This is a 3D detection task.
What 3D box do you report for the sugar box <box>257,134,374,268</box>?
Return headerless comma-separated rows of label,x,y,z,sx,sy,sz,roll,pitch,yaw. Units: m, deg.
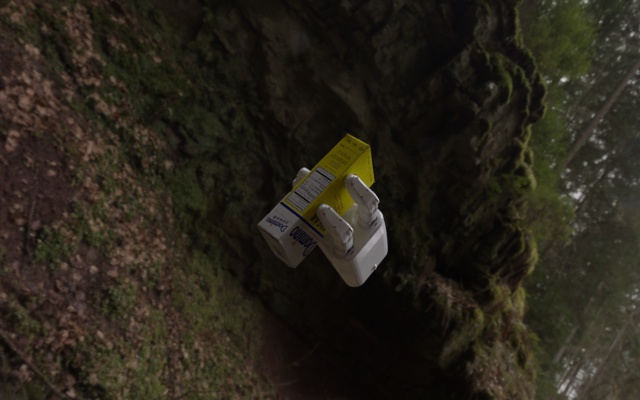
sugar box,0.001,0.002,0.641,0.048,0.176,0.093,32,-19,26
